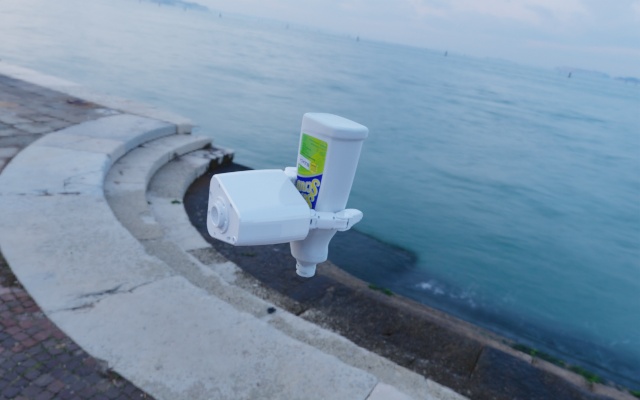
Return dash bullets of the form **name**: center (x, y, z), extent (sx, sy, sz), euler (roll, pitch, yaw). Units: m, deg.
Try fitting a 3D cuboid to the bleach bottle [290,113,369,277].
- **bleach bottle**: center (0.000, 0.002, 0.715), extent (0.068, 0.251, 0.102), euler (-5, 24, -36)
